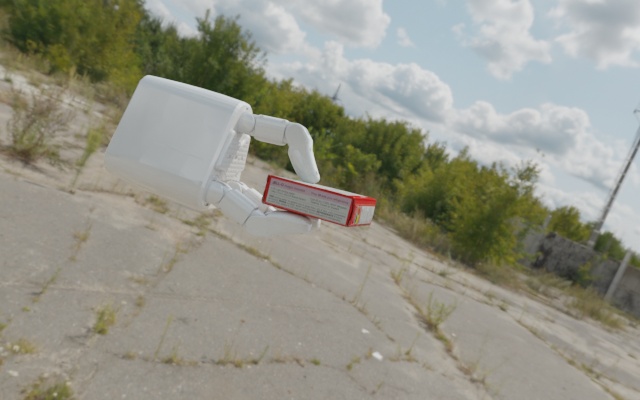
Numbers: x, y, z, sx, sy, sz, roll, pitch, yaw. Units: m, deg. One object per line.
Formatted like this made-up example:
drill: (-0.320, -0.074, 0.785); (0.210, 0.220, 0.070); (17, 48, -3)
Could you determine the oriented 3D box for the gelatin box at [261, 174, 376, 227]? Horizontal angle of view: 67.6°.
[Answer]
gelatin box: (0.000, 0.001, 0.454); (0.089, 0.030, 0.073); (14, 3, 21)
